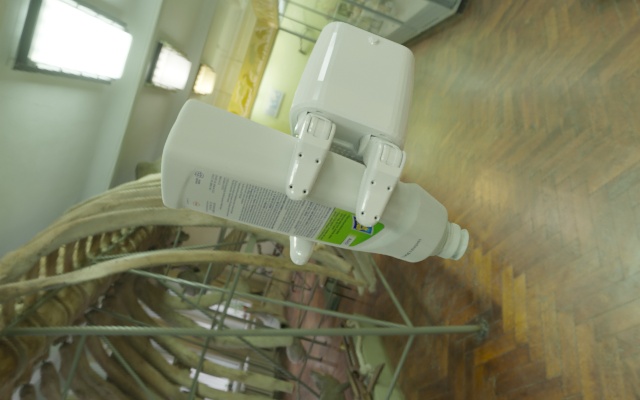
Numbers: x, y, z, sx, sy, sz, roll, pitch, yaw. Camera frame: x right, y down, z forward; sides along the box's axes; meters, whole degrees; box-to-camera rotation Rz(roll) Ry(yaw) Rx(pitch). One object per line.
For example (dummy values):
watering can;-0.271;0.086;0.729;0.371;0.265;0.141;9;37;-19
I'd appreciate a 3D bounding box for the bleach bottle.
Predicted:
bleach bottle;0.000;0.001;0.400;0.251;0.068;0.103;19;-30;-7
